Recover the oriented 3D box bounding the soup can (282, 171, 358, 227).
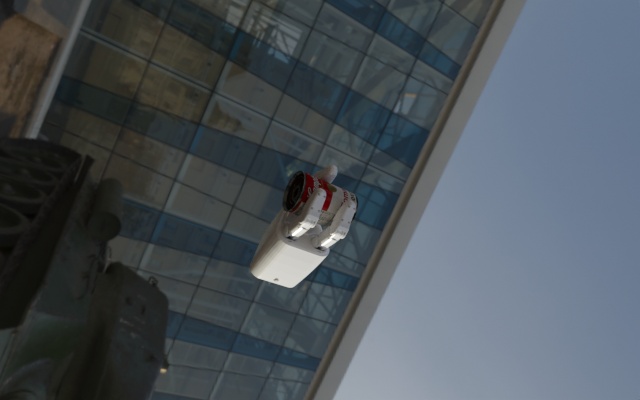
[{"bbox_3d":[0.001,0.002,0.760,0.102,0.068,0.068,22,-10,-25],"label":"soup can"}]
